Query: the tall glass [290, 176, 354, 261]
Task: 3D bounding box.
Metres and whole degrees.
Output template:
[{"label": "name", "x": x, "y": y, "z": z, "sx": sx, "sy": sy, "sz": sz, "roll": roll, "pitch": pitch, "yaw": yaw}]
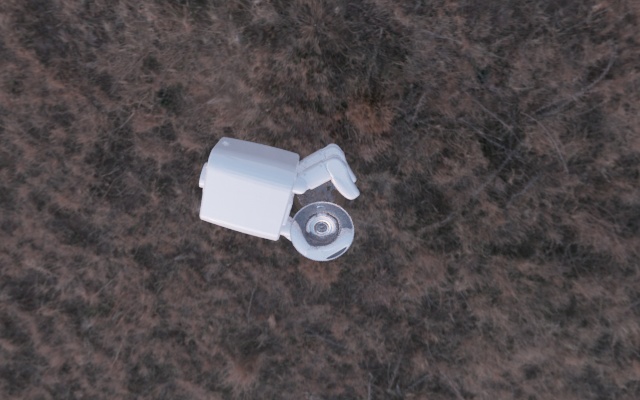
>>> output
[{"label": "tall glass", "x": 0.000, "y": 0.002, "z": 0.640, "sx": 0.079, "sy": 0.079, "sz": 0.201, "roll": 0, "pitch": 20, "yaw": -1}]
